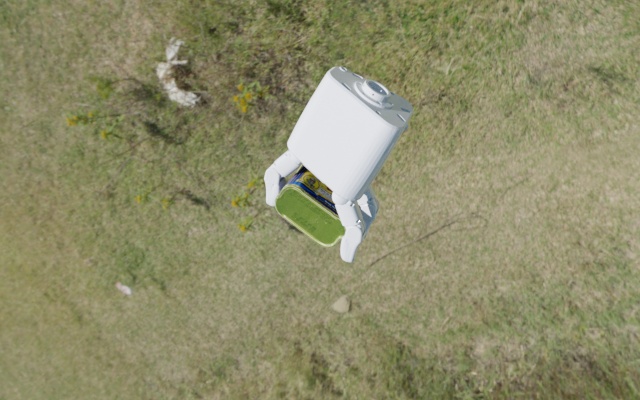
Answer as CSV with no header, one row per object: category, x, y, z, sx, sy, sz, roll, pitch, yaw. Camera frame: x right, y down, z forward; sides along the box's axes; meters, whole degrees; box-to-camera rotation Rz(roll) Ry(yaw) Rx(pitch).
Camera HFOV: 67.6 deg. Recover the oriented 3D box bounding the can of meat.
can of meat,0.000,0.002,0.620,0.102,0.057,0.084,36,35,-1
